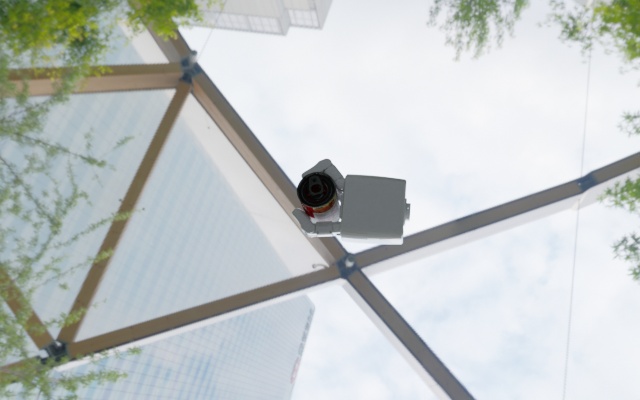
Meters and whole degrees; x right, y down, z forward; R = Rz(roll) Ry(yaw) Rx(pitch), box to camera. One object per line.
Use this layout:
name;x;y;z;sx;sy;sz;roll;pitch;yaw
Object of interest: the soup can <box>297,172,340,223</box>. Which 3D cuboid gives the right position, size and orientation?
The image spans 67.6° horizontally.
soup can;0.000;0.003;0.855;0.068;0.068;0.102;0;-26;9
